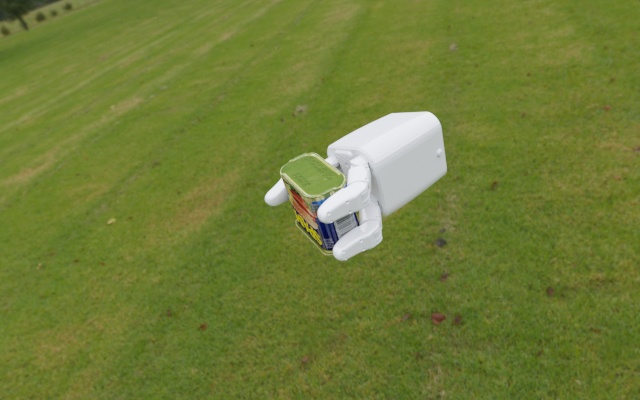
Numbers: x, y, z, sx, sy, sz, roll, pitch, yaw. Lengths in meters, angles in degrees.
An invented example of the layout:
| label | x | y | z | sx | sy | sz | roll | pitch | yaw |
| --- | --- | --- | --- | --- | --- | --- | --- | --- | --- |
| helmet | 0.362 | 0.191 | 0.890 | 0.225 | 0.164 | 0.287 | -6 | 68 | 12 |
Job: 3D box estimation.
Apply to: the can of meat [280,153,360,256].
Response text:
| label | x | y | z | sx | sy | sz | roll | pitch | yaw |
| --- | --- | --- | --- | --- | --- | --- | --- | --- | --- |
| can of meat | 0.000 | 0.002 | 0.557 | 0.057 | 0.084 | 0.102 | -29 | 36 | -15 |
